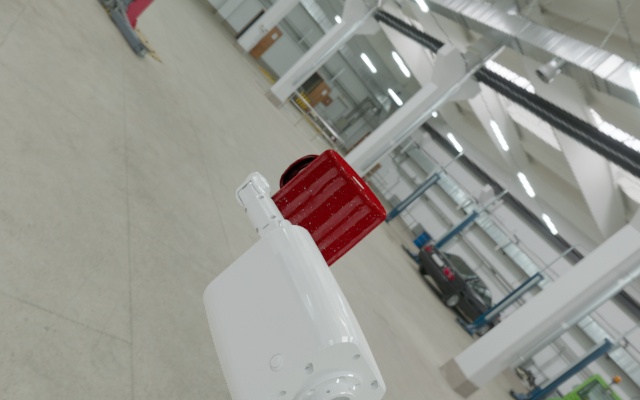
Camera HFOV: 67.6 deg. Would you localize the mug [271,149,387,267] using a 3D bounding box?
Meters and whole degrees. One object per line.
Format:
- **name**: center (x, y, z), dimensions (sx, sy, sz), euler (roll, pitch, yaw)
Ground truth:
- **mug**: center (0.000, 0.000, 0.438), dimensions (0.093, 0.081, 0.117), euler (40, 14, -45)
